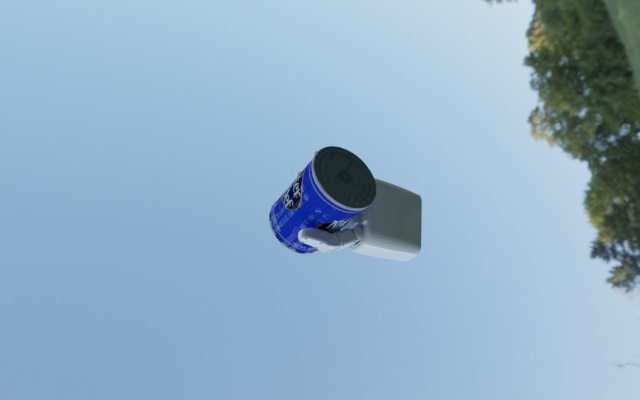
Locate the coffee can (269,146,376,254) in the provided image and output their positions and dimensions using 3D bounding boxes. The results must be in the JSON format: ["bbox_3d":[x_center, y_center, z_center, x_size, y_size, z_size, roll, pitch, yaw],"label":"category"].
[{"bbox_3d":[0.000,0.002,0.701,0.103,0.102,0.140,0,-31,-36],"label":"coffee can"}]
